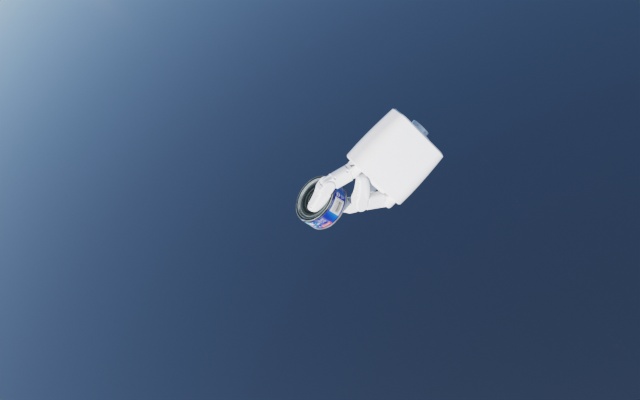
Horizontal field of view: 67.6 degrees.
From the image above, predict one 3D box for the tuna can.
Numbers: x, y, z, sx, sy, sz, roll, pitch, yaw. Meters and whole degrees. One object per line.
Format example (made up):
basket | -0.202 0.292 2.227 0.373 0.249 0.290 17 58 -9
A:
tuna can | 0.000 0.002 0.792 0.086 0.086 0.034 0 -24 45
